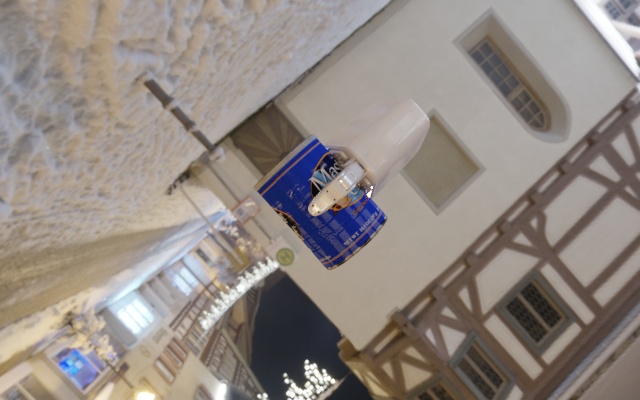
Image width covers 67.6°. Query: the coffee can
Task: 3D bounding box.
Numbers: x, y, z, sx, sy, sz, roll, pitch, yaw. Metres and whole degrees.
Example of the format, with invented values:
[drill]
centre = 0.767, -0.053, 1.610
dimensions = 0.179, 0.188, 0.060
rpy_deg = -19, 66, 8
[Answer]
[coffee can]
centre = 0.000, 0.002, 0.603
dimensions = 0.103, 0.140, 0.103
rpy_deg = -42, 4, 4
